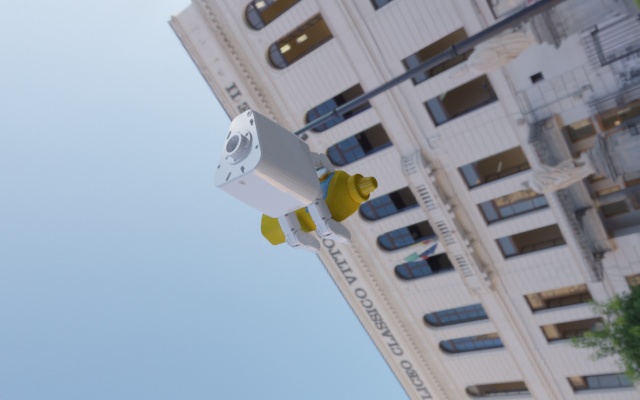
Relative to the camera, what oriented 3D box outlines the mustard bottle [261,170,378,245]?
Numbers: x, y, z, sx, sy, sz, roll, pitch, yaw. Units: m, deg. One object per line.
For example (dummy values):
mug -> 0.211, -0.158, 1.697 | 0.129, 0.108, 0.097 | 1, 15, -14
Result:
mustard bottle -> 0.000, 0.003, 0.710 | 0.192, 0.058, 0.096 | -21, 32, 34
